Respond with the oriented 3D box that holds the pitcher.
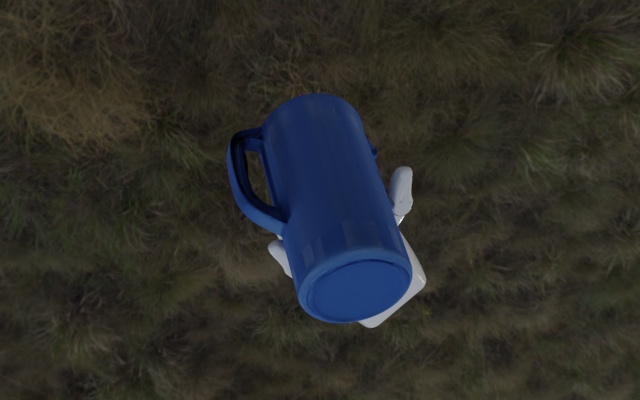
[{"bbox_3d":[0.000,0.002,0.509,0.149,0.242,0.145,-28,-47,11],"label":"pitcher"}]
